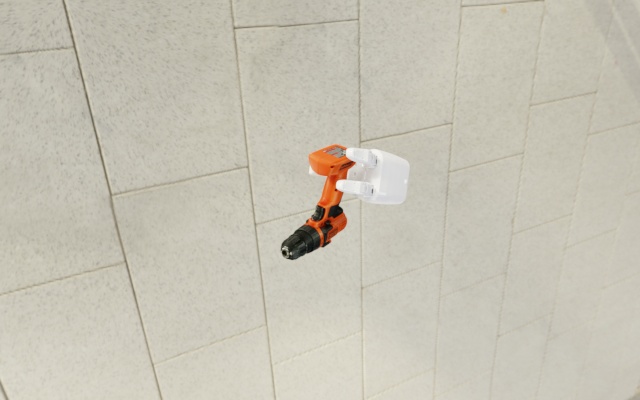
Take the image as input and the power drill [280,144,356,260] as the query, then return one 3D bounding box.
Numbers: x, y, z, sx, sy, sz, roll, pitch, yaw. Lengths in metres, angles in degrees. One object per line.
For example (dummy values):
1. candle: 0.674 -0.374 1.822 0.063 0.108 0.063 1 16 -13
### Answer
1. power drill: 0.000 0.002 0.850 0.057 0.188 0.184 25 30 23
